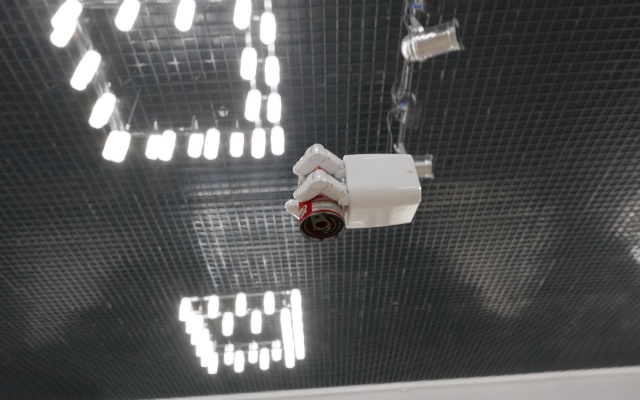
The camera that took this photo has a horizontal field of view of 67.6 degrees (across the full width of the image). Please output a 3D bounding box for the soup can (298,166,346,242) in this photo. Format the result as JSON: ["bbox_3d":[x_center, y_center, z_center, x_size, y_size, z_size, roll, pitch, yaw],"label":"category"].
[{"bbox_3d":[0.000,0.002,0.727,0.068,0.102,0.069,-3,-42,-2],"label":"soup can"}]
